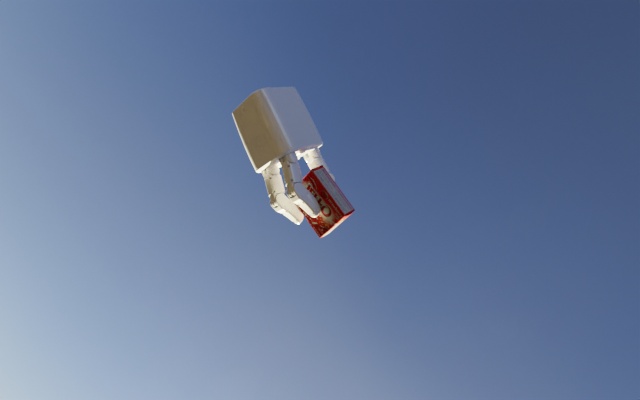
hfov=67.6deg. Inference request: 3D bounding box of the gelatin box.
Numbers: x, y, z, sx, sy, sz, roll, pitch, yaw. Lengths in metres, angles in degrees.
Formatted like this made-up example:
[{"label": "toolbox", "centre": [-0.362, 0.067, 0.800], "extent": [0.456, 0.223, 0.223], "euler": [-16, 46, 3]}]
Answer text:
[{"label": "gelatin box", "centre": [0.001, 0.003, 0.736], "extent": [0.030, 0.089, 0.073], "euler": [-28, -12, -45]}]
